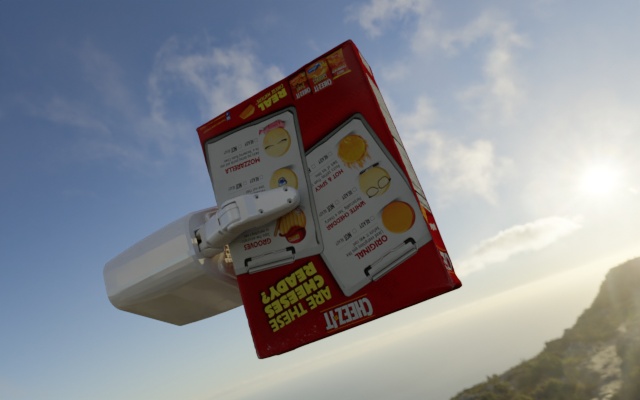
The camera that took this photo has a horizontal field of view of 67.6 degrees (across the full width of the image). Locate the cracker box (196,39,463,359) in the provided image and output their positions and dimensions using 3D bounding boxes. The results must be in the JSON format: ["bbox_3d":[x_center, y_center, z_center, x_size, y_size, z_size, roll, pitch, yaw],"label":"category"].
[{"bbox_3d":[0.000,0.001,0.406,0.164,0.213,0.072,-25,-18,18],"label":"cracker box"}]
